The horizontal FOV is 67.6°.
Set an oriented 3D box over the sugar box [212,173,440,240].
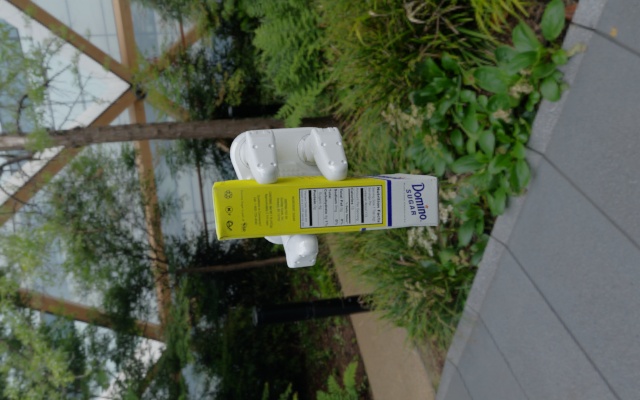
[{"bbox_3d":[0.000,0.001,0.404,0.176,0.048,0.093,-6,6,-12],"label":"sugar box"}]
